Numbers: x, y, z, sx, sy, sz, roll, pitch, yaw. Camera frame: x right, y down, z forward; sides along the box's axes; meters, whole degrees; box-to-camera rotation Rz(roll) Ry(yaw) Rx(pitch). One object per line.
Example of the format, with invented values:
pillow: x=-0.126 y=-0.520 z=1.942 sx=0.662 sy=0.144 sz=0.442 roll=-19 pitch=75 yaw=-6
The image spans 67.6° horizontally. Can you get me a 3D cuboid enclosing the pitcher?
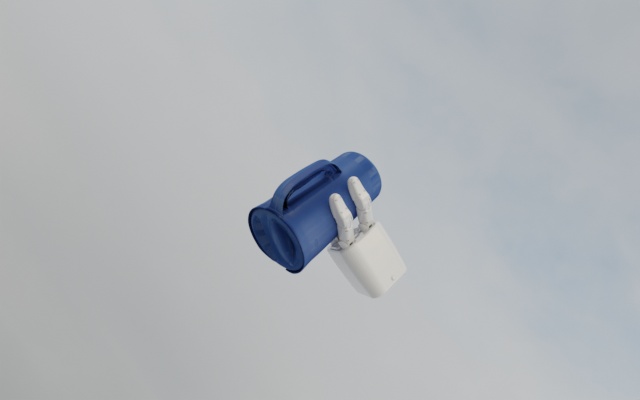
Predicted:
pitcher: x=0.000 y=0.003 z=0.850 sx=0.242 sy=0.145 sz=0.149 roll=-38 pitch=9 yaw=-34
